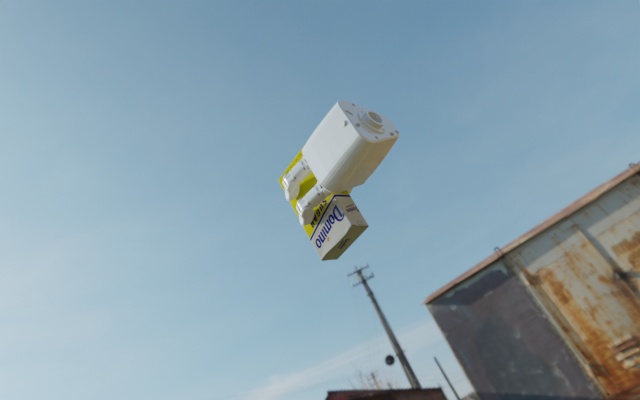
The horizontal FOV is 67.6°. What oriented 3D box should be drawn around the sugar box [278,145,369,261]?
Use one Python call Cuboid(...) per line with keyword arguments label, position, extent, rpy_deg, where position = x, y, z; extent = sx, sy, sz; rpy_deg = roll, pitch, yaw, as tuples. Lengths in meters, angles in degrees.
Cuboid(label="sugar box", position=(0.000, 0.002, 0.796), extent=(0.048, 0.176, 0.093), rpy_deg=(4, -43, -42))
